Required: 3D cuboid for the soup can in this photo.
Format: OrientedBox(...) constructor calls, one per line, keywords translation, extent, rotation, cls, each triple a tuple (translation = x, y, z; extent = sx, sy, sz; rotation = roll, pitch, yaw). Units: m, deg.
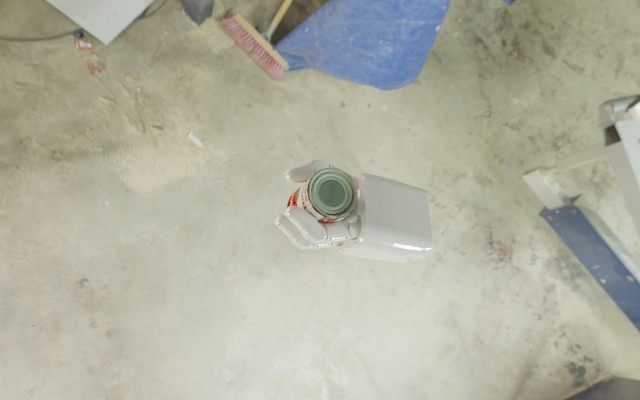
OrientedBox(translation=(0.000, 0.002, 0.641), extent=(0.068, 0.068, 0.102), rotation=(0, -13, -19), cls="soup can")
